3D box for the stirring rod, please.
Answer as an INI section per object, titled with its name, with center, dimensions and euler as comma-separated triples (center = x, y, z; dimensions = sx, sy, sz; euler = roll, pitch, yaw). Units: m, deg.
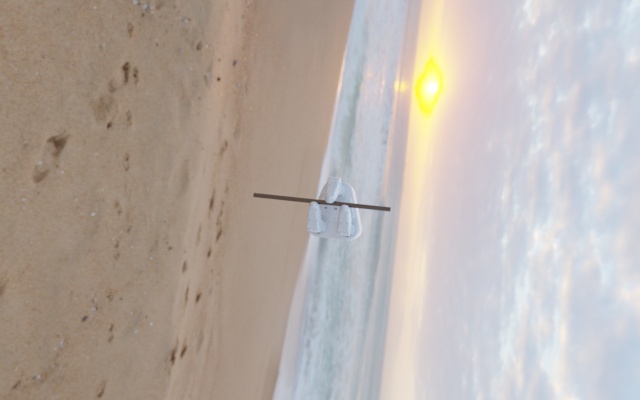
[stirring rod]
center = 0.000, 0.003, 0.825
dimensions = 0.239, 0.011, 0.011
euler = 6, 1, 10
